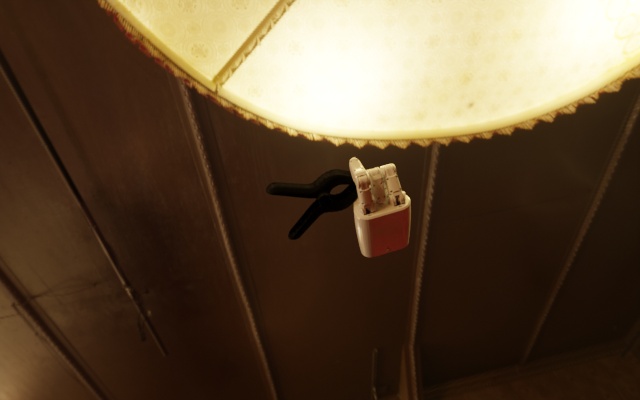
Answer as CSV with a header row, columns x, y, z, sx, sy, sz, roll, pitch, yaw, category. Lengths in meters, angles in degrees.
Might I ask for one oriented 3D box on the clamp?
x,y,z,sx,sy,sz,roll,pitch,yaw,category
0.000,0.002,0.828,0.171,0.120,0.039,-14,40,-4,clamp
